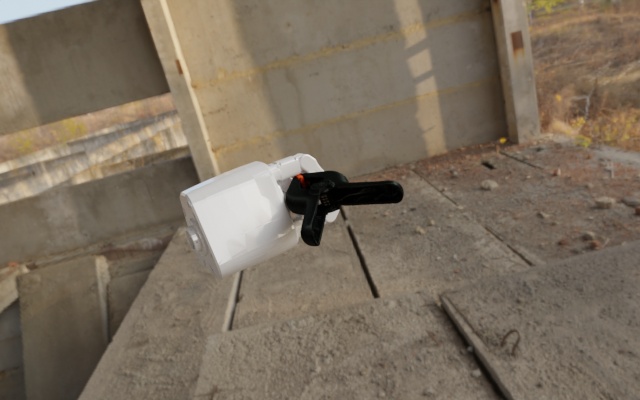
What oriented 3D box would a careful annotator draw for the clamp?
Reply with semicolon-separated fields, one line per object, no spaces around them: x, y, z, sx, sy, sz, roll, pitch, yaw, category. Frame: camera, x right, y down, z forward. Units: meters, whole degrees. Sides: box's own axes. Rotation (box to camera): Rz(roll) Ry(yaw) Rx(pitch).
0.000;0.001;0.549;0.120;0.039;0.171;-25;19;-26;clamp
